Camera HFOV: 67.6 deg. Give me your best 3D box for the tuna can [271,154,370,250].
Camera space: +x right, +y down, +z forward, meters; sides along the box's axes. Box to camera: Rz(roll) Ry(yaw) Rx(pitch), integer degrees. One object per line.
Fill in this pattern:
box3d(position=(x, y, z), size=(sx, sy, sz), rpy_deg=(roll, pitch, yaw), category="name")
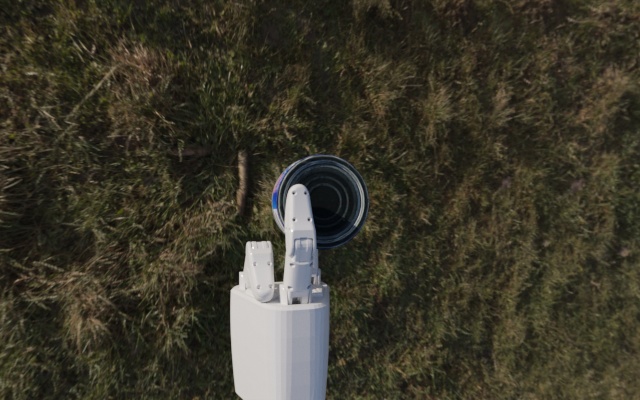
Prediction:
box3d(position=(0.000, 0.001, 0.433), size=(0.086, 0.086, 0.034), rpy_deg=(0, -1, -13), category="tuna can")
